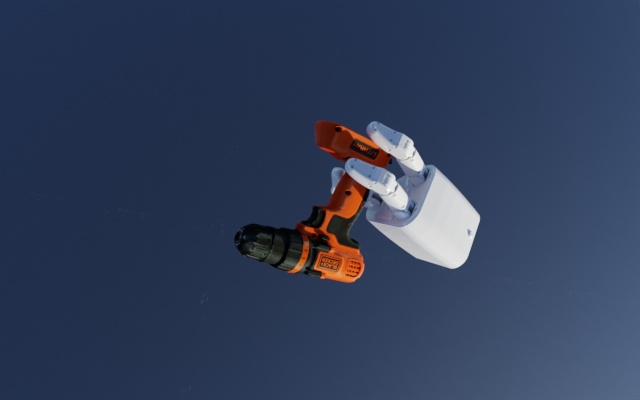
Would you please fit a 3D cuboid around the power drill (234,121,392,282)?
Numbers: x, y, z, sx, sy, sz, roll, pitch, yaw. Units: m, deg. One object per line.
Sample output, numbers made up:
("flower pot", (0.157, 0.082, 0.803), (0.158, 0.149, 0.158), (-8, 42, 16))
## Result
("power drill", (0.000, 0.002, 0.588), (0.184, 0.187, 0.057), (19, 3, -37))
